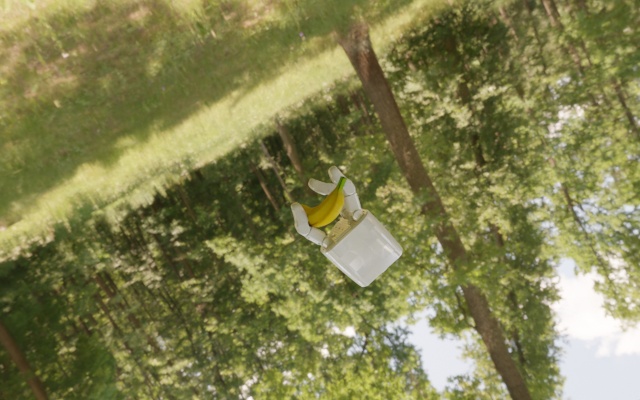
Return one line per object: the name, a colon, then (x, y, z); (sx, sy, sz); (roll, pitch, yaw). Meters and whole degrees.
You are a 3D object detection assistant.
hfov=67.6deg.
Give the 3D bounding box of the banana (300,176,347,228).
banana: (-0.004, 0.018, 0.877); (0.037, 0.069, 0.198); (28, -27, -19)
